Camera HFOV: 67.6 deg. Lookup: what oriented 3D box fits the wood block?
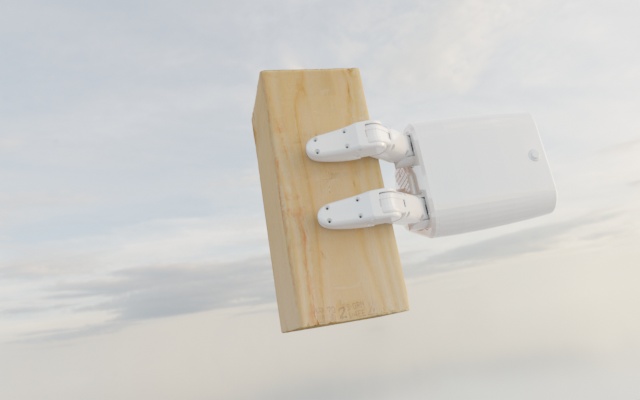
[{"bbox_3d":[0.000,0.001,0.412,0.090,0.206,0.091,-6,-16,-14],"label":"wood block"}]
